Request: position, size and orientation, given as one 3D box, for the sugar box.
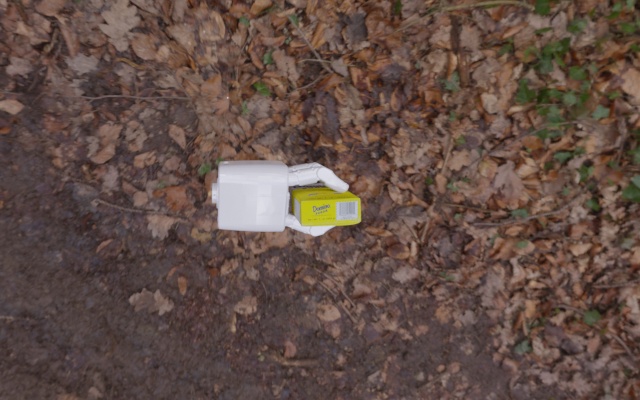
[{"bbox_3d":[0.000,0.002,0.789,0.093,0.048,0.176,-2,12,-11],"label":"sugar box"}]
